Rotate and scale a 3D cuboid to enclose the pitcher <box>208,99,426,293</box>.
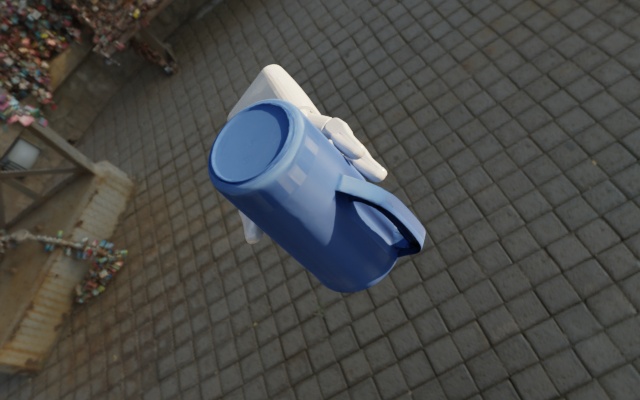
[{"bbox_3d":[0.000,0.002,0.524,0.149,0.145,0.243,-36,-40,8],"label":"pitcher"}]
